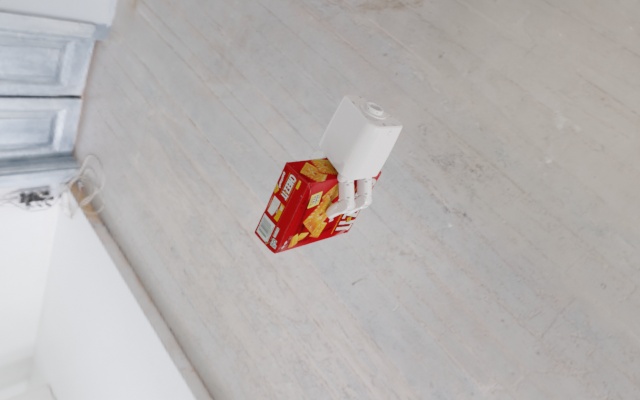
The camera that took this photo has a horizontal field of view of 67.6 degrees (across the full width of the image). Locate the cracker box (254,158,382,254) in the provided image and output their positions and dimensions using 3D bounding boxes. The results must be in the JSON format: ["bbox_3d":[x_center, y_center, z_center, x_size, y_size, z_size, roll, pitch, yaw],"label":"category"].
[{"bbox_3d":[0.000,0.003,0.893,0.213,0.164,0.072,-11,47,-47],"label":"cracker box"}]
